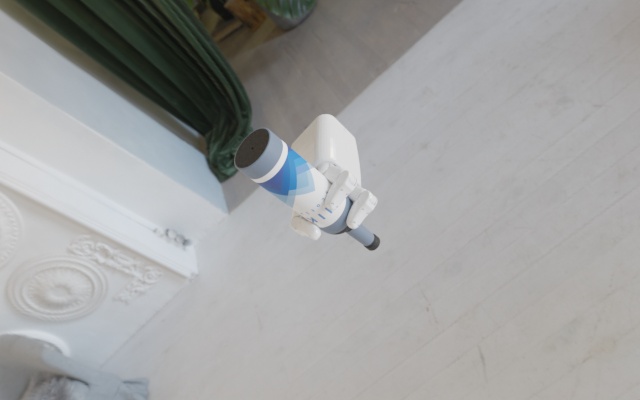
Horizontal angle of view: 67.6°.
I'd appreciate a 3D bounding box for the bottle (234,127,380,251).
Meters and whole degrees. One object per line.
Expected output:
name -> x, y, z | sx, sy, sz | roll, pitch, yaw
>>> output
bottle -> 0.000, 0.002, 0.717 | 0.069, 0.069, 0.296 | 0, -29, 44
